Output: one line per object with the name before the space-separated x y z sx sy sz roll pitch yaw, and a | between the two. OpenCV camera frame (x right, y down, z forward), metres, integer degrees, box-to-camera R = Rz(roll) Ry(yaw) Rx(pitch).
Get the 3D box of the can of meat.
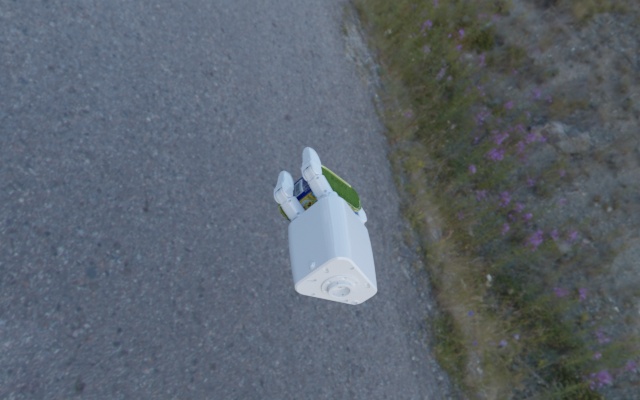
can of meat | 0.000 0.002 0.732 0.102 0.057 0.084 34 -57 -30
